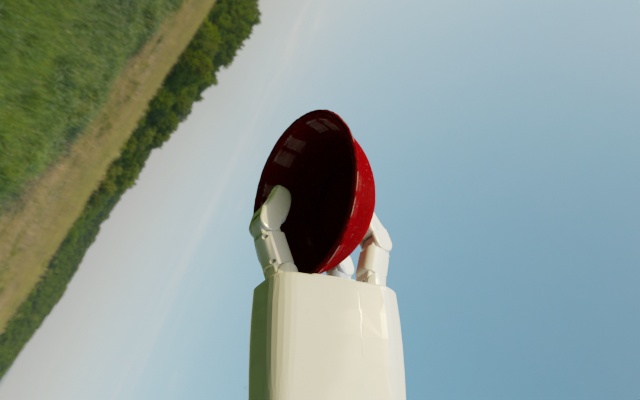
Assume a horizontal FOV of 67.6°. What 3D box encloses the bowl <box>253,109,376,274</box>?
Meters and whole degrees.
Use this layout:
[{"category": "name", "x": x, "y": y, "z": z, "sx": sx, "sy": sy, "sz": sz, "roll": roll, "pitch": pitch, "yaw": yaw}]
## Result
[{"category": "bowl", "x": 0.000, "y": 0.000, "z": 0.443, "sx": 0.055, "sy": 0.162, "sz": 0.162, "roll": 14, "pitch": -8, "yaw": -35}]
